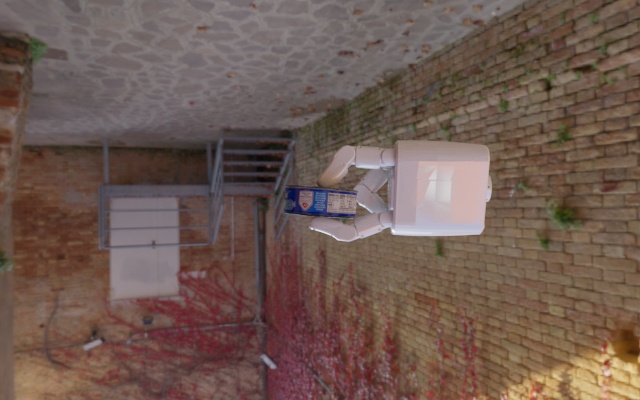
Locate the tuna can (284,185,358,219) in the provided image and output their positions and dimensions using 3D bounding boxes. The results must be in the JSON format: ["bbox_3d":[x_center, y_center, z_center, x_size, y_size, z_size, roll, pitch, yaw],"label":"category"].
[{"bbox_3d":[0.000,0.002,0.565,0.086,0.034,0.086,4,0,0],"label":"tuna can"}]
